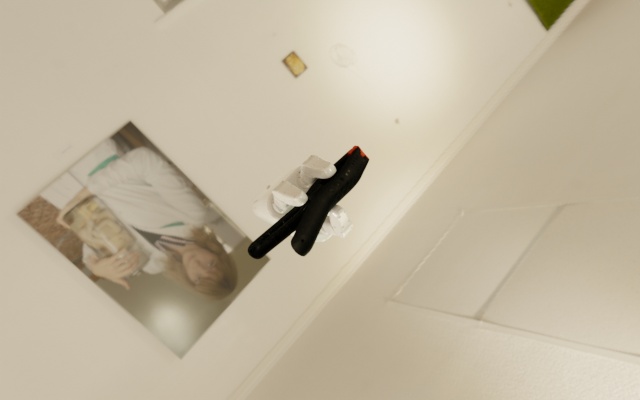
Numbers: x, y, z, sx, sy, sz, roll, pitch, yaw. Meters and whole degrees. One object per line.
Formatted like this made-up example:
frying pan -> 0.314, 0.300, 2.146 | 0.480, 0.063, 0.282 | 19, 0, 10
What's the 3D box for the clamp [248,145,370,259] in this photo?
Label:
clamp -> 0.001, 0.002, 0.631 | 0.210, 0.036, 0.164 | -46, 15, -18
